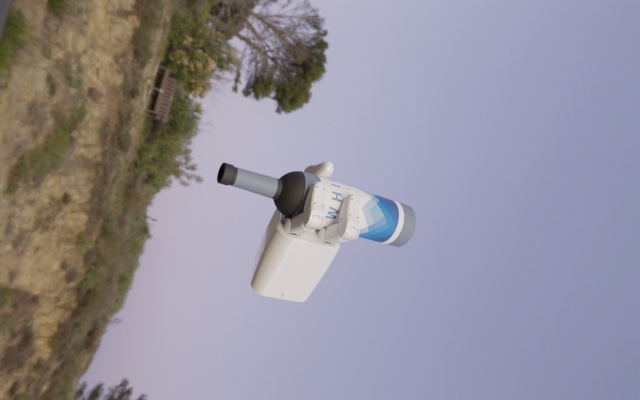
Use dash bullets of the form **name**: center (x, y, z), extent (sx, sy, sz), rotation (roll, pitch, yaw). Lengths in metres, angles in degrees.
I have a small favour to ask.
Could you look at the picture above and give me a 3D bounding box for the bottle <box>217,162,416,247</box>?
- **bottle**: center (0.000, 0.002, 0.664), extent (0.296, 0.069, 0.069), rotation (17, -8, -28)
